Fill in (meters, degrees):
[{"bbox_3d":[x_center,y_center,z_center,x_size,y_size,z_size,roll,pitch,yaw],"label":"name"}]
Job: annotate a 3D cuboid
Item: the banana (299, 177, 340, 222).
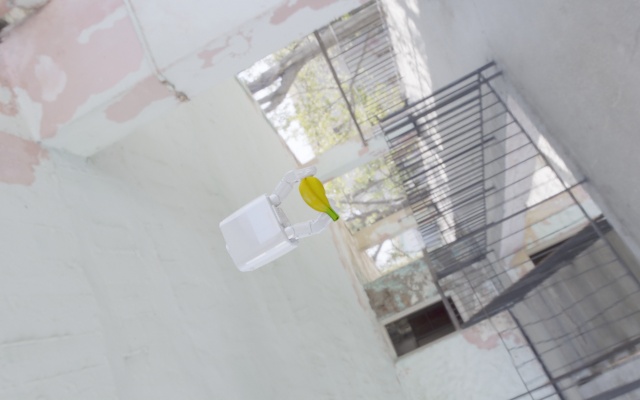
[{"bbox_3d":[-0.010,-0.011,0.828,0.037,0.070,0.197,-35,14,4],"label":"banana"}]
